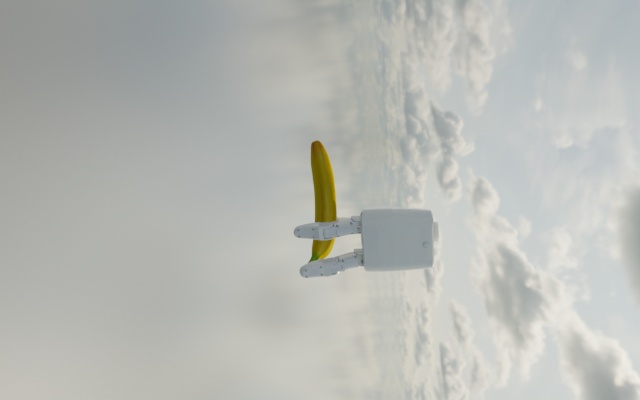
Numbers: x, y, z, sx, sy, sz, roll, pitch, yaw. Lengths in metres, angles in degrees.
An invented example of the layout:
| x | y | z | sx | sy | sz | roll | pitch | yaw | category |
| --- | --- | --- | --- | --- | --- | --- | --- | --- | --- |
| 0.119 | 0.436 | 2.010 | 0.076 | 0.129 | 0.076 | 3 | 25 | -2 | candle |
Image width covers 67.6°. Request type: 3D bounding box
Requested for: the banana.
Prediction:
| x | y | z | sx | sy | sz | roll | pitch | yaw | category |
| --- | --- | --- | --- | --- | --- | --- | --- | --- | --- |
| 0.004 | 0.006 | 0.758 | 0.037 | 0.198 | 0.069 | 0 | -2 | 13 | banana |
